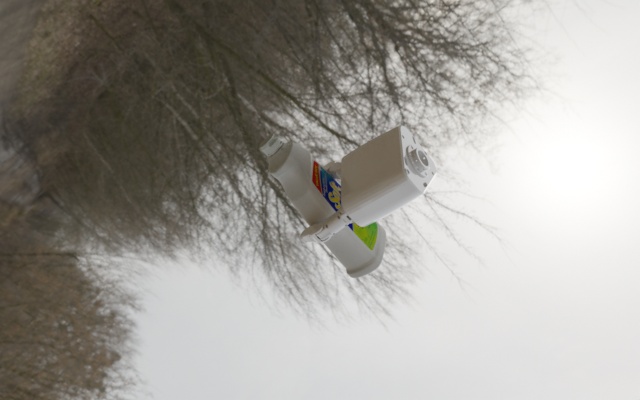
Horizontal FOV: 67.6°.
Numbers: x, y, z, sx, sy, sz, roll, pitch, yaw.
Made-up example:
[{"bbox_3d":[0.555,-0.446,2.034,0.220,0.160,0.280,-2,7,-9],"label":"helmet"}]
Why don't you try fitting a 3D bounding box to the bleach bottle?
[{"bbox_3d":[0.000,0.002,0.734,0.068,0.251,0.102,-30,25,34],"label":"bleach bottle"}]
